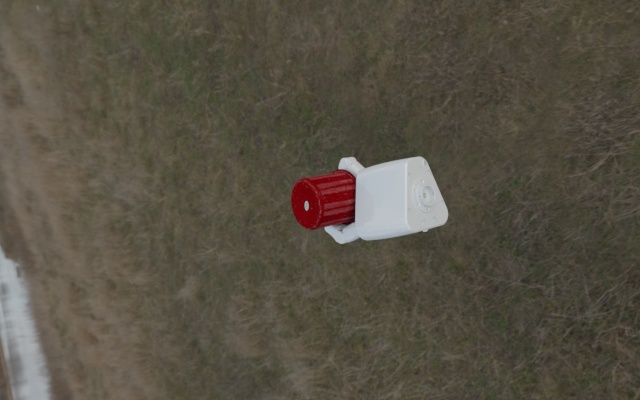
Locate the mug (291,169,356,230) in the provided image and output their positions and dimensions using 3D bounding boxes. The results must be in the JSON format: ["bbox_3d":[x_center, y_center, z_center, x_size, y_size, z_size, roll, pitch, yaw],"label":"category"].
[{"bbox_3d":[-0.001,0.003,0.772,0.081,0.093,0.117,-11,-3,-37],"label":"mug"}]
